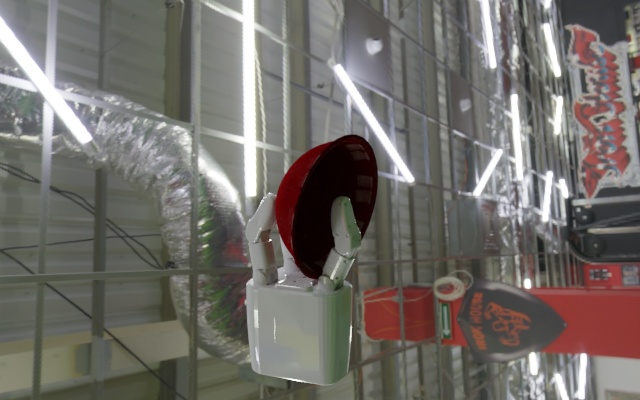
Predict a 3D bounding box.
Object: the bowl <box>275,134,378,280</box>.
[{"bbox_3d":[0.000,0.000,0.527,0.055,0.162,0.162,19,10,32],"label":"bowl"}]
